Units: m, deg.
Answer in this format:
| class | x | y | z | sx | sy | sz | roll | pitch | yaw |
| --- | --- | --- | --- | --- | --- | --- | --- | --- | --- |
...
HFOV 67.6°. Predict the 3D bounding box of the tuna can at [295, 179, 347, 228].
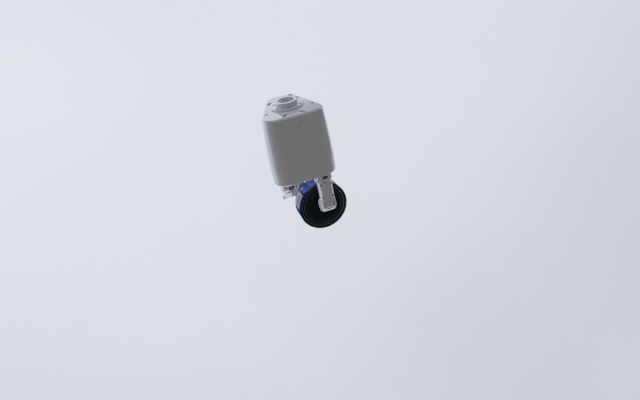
| class | x | y | z | sx | sy | sz | roll | pitch | yaw |
| --- | --- | --- | --- | --- | --- | --- | --- | --- | --- |
| tuna can | 0.000 | 0.003 | 0.825 | 0.086 | 0.086 | 0.033 | 0 | 23 | -21 |
